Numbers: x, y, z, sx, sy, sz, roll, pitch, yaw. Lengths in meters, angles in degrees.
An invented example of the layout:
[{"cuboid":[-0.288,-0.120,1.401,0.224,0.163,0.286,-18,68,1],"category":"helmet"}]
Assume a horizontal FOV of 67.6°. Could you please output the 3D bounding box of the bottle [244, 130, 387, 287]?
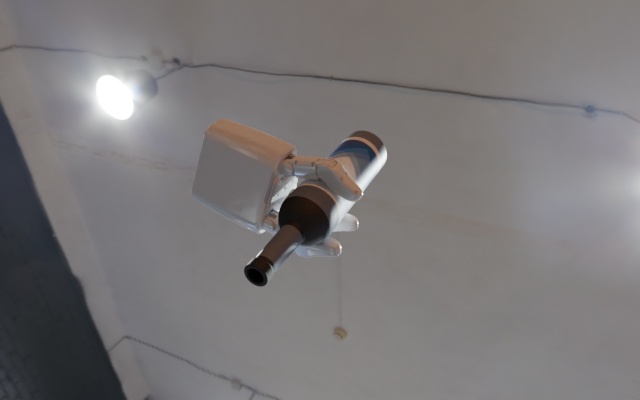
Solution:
[{"cuboid":[0.000,0.002,0.580,0.069,0.069,0.295,0,30,30],"category":"bottle"}]
